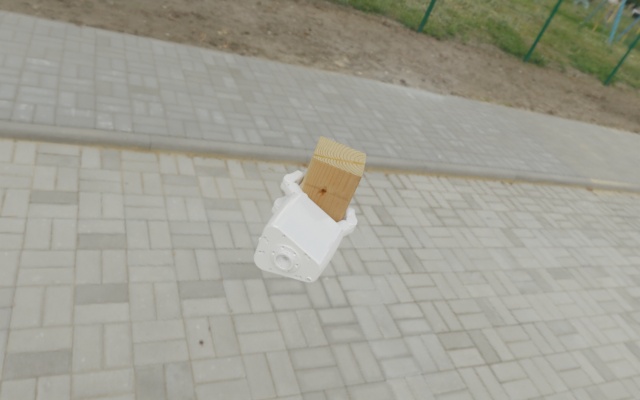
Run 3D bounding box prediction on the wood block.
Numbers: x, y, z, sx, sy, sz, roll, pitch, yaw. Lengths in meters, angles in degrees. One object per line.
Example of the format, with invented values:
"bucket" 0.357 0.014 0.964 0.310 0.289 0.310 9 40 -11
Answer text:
"wood block" 0.000 0.003 0.870 0.091 0.206 0.090 22 33 -3
